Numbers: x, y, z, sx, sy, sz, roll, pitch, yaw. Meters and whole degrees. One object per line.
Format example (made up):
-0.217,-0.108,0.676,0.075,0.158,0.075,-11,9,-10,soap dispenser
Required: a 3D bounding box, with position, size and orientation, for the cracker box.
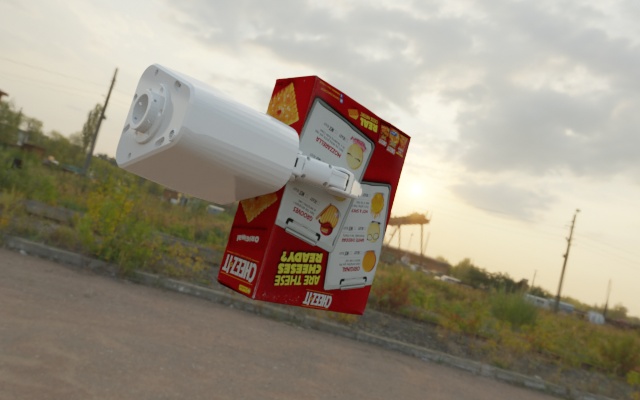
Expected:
0.000,0.002,0.506,0.072,0.213,0.164,11,-7,46,cracker box
